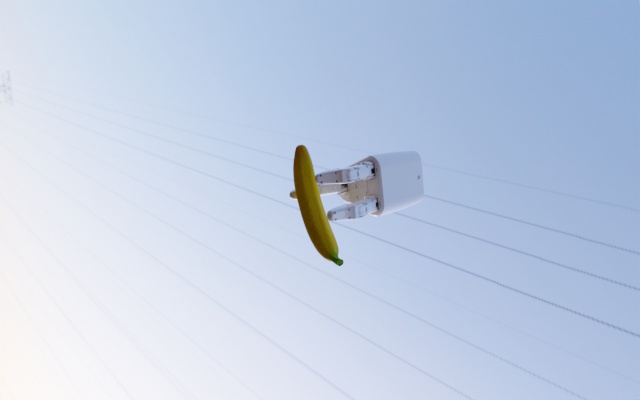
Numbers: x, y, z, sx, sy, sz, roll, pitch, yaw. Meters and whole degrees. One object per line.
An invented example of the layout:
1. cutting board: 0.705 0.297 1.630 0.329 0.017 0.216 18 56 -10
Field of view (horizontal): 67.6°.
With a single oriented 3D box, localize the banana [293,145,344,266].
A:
1. banana: -0.007 0.012 0.745 0.037 0.197 0.070 -13 -14 -31
